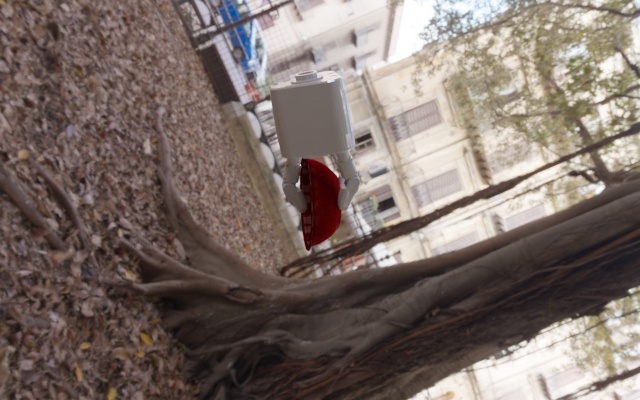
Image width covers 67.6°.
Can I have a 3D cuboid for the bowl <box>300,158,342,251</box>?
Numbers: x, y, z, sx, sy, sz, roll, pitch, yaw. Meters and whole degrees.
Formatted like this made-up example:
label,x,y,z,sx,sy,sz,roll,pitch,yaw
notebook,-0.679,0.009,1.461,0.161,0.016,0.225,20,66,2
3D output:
label,x,y,z,sx,sy,sz,roll,pitch,yaw
bowl,0.000,0.004,0.797,0.055,0.162,0.162,-2,0,-9
